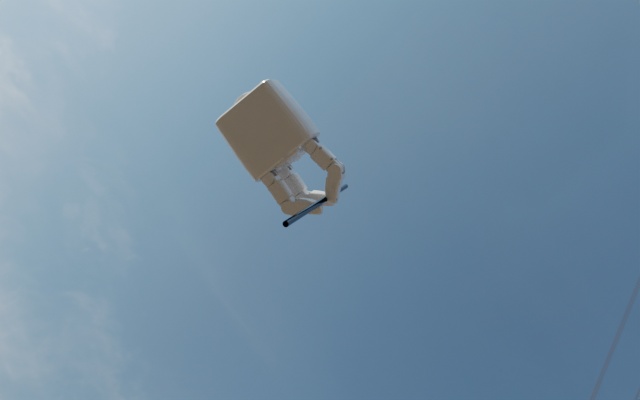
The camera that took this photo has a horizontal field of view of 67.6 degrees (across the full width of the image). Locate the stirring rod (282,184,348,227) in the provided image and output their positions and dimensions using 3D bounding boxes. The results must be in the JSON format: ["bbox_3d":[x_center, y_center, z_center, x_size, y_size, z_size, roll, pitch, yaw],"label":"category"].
[{"bbox_3d":[0.000,0.002,0.668,0.011,0.011,0.239,0,12,20],"label":"stirring rod"}]
